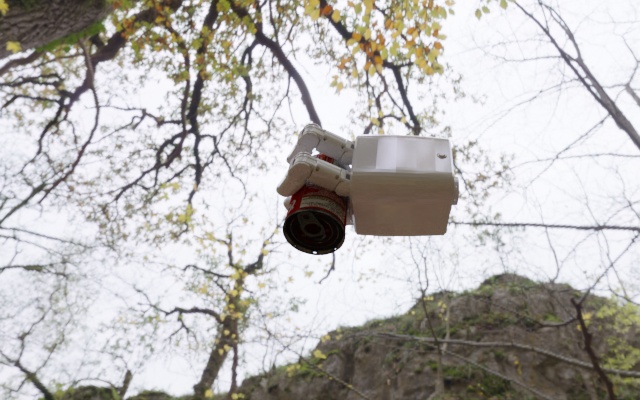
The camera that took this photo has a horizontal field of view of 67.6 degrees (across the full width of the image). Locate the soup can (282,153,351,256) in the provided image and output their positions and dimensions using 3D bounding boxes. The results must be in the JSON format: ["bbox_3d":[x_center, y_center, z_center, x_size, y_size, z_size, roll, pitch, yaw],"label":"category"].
[{"bbox_3d":[0.000,0.002,0.541,0.068,0.069,0.102,0,42,11],"label":"soup can"}]
